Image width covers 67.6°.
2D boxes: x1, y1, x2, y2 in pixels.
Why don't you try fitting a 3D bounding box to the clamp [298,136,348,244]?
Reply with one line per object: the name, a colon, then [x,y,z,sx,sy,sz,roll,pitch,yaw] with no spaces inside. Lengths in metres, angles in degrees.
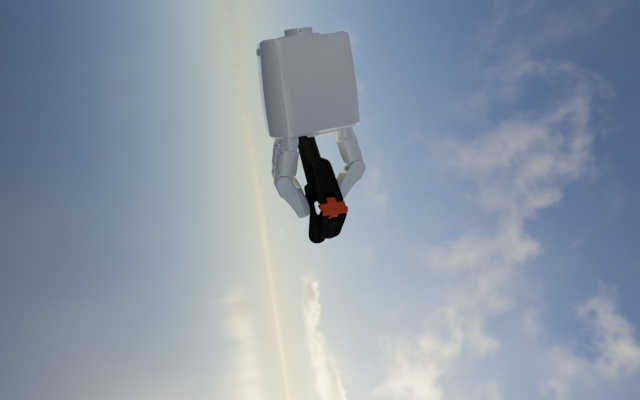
clamp: [0.001,0.002,0.588,0.036,0.164,0.210,-9,17,-7]
